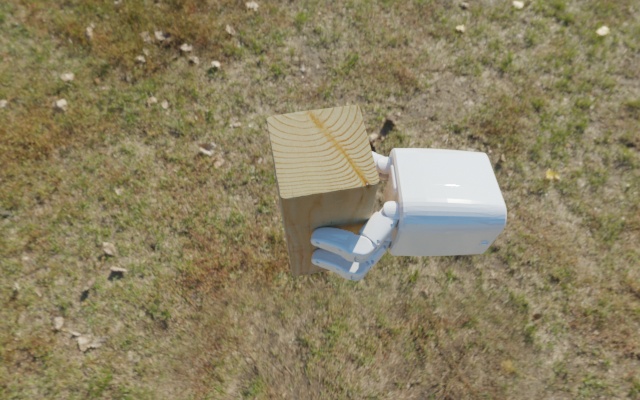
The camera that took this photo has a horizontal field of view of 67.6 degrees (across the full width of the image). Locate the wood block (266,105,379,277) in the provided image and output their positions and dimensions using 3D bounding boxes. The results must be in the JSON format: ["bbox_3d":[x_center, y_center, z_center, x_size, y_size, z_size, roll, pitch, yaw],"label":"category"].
[{"bbox_3d":[0.000,0.001,0.517,0.090,0.090,0.206,-9,-27,-5],"label":"wood block"}]
